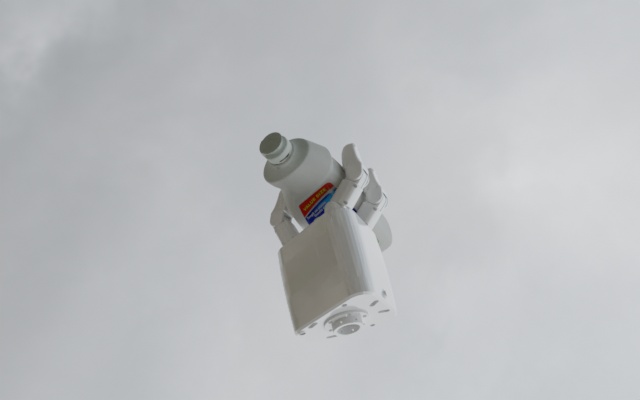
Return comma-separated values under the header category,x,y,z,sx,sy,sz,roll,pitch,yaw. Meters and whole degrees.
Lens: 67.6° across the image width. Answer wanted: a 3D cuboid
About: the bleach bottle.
category,x,y,z,sx,sy,sz,roll,pitch,yaw
bleach bottle,0.000,0.002,0.597,0.102,0.068,0.251,-27,-39,16
